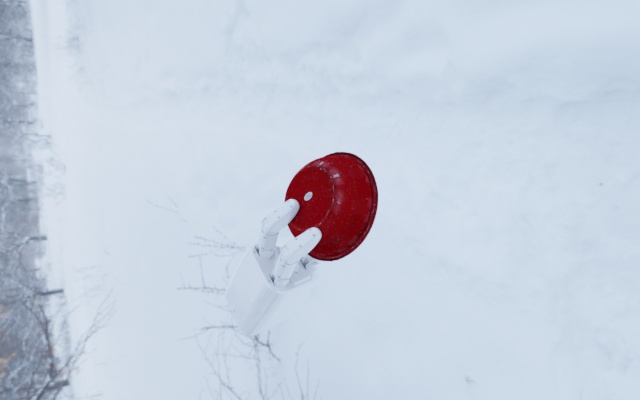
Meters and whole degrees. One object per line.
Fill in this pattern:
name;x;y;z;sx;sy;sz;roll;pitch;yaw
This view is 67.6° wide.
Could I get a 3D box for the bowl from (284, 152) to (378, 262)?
bowl;0.000;0.001;0.671;0.162;0.162;0.055;0;-12;41
